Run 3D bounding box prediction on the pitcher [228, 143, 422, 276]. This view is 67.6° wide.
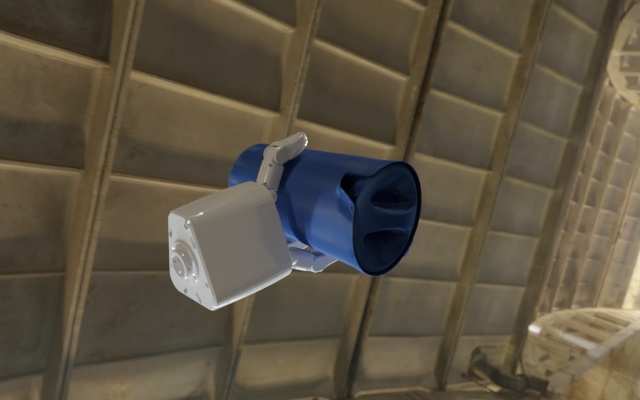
[{"bbox_3d":[0.000,0.002,0.615,0.243,0.149,0.145,17,29,41],"label":"pitcher"}]
